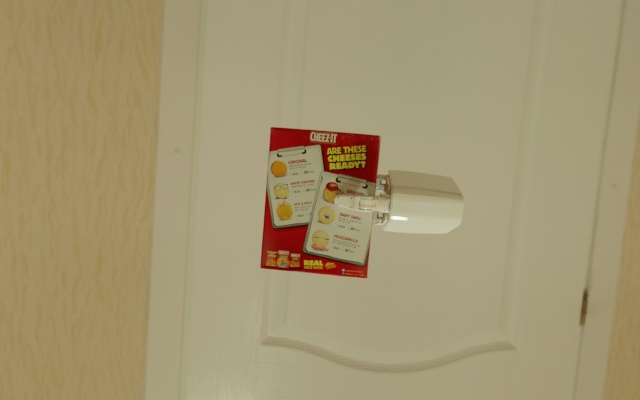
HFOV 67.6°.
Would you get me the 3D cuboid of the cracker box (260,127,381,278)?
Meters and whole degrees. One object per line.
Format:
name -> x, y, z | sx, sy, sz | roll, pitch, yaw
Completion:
cracker box -> 0.000, 0.003, 0.733 | 0.164, 0.214, 0.072 | 5, 5, 2
